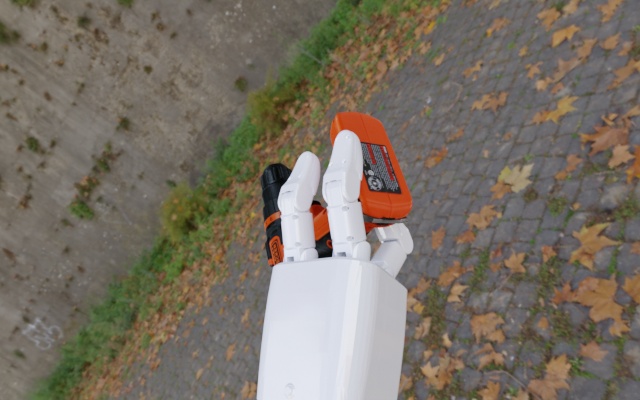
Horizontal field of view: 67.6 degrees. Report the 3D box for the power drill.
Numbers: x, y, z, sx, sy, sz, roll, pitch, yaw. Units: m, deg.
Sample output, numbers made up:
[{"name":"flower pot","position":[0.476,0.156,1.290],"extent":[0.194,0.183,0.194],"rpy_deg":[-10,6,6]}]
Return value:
[{"name":"power drill","position":[0.000,0.002,0.470],"extent":[0.057,0.184,0.188],"rpy_deg":[1,-33,-31]}]
